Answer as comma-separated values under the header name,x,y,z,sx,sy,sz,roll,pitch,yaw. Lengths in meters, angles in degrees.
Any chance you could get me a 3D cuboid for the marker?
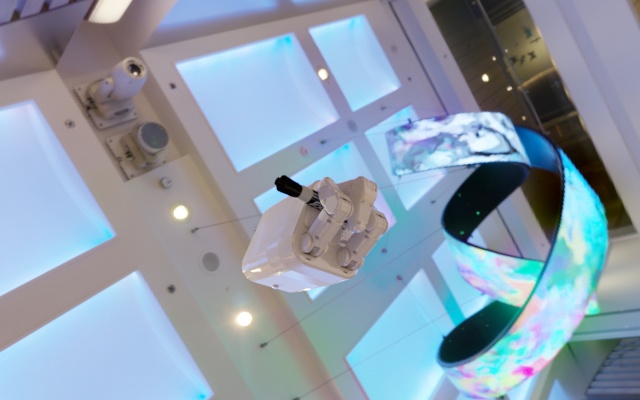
name,x,y,z,sx,sy,sz,roll,pitch,yaw
marker,0.000,0.002,0.524,0.121,0.020,0.020,25,-15,-34
